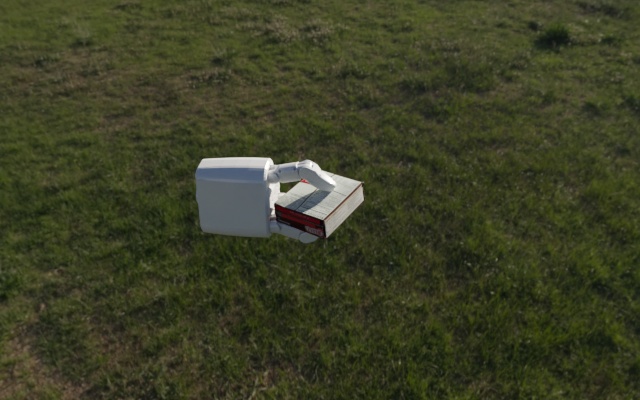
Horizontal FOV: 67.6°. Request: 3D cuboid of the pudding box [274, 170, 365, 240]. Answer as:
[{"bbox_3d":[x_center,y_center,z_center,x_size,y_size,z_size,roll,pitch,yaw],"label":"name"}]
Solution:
[{"bbox_3d":[0.000,0.002,0.707,0.090,0.039,0.113,19,44,30],"label":"pudding box"}]
